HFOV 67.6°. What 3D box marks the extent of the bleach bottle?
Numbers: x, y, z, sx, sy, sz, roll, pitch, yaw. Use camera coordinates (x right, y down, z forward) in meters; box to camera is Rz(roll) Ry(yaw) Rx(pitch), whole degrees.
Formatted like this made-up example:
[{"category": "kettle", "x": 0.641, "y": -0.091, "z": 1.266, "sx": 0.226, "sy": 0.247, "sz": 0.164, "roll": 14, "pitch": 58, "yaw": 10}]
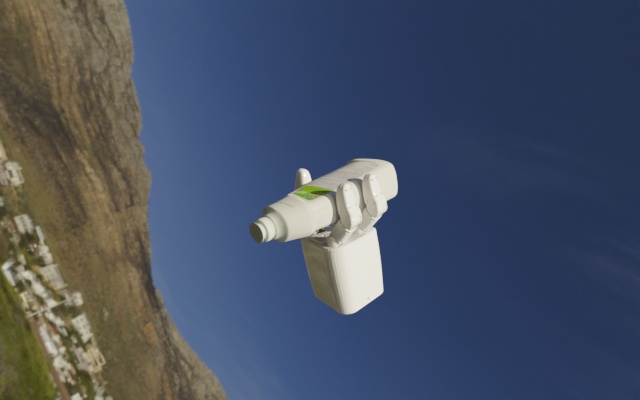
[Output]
[{"category": "bleach bottle", "x": 0.000, "y": 0.002, "z": 0.691, "sx": 0.251, "sy": 0.068, "sz": 0.102, "roll": -24, "pitch": 20, "yaw": -40}]
